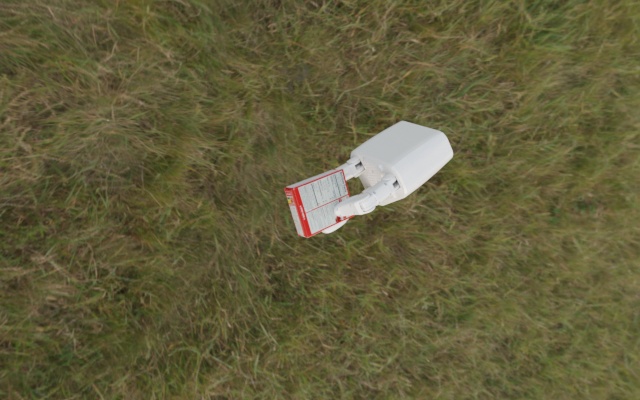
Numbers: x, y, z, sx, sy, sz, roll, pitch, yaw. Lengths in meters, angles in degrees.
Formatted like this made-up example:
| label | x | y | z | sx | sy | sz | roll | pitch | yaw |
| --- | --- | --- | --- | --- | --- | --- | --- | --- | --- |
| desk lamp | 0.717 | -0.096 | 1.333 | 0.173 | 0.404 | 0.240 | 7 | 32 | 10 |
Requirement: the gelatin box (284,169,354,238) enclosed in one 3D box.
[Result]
| label | x | y | z | sx | sy | sz | roll | pitch | yaw |
| --- | --- | --- | --- | --- | --- | --- | --- | --- | --- |
| gelatin box | 0.000 | 0.002 | 0.679 | 0.089 | 0.073 | 0.030 | -23 | 15 | -29 |
